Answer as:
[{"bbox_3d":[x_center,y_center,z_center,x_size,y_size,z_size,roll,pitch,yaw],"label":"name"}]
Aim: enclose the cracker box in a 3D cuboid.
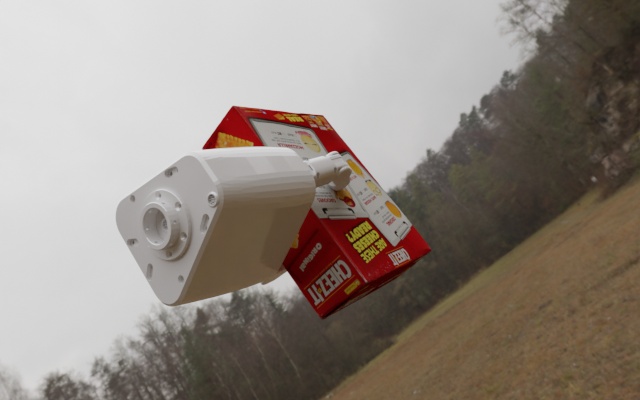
[{"bbox_3d":[0.000,0.001,0.507,0.072,0.213,0.164,-46,-19,28],"label":"cracker box"}]
